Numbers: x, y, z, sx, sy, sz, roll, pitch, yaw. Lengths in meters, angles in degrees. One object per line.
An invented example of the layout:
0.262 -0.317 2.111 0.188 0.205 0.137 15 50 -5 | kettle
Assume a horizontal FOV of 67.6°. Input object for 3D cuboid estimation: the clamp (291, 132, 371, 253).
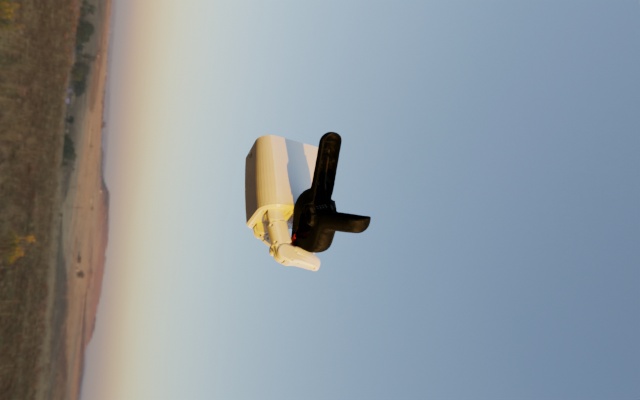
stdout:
0.001 0.002 0.565 0.039 0.120 0.171 2 -22 -26 | clamp
